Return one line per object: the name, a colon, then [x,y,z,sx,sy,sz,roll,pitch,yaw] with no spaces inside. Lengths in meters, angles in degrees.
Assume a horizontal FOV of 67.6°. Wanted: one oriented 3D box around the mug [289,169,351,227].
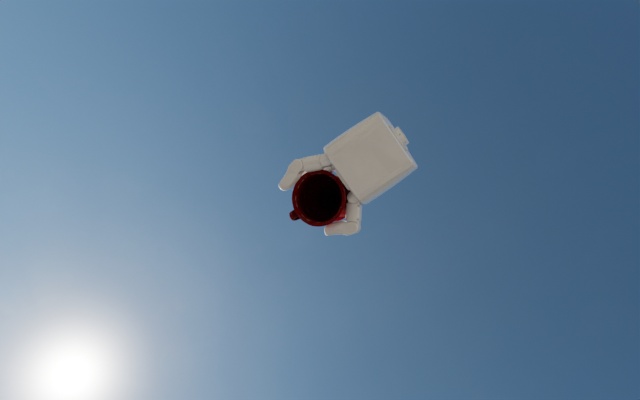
mug: [-0.001,0.003,0.814,0.117,0.093,0.081,-33,-11,17]
